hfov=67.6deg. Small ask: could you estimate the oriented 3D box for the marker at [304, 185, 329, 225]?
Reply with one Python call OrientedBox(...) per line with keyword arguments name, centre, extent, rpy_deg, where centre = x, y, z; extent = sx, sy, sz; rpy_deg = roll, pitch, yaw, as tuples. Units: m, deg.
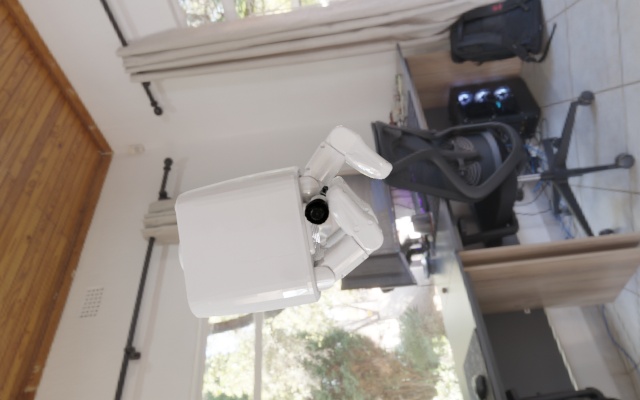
OrientedBox(name="marker", centre=(0.000, 0.001, 0.409), extent=(0.020, 0.020, 0.121), rpy_deg=(0, 9, 3))
